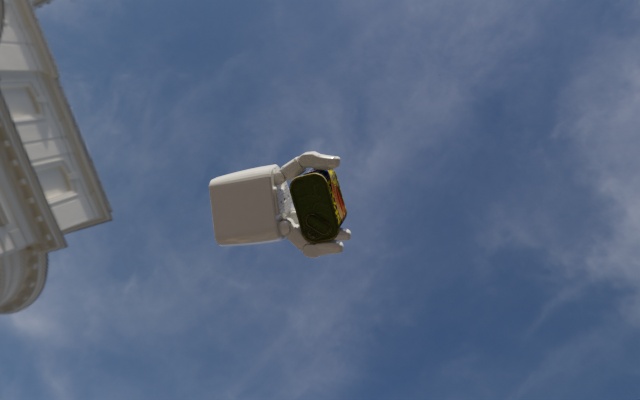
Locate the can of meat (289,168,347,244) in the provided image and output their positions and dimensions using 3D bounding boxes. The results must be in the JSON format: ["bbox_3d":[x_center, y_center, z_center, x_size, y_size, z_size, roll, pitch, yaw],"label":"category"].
[{"bbox_3d":[0.000,0.002,0.719,0.057,0.102,0.084,-13,11,16],"label":"can of meat"}]
